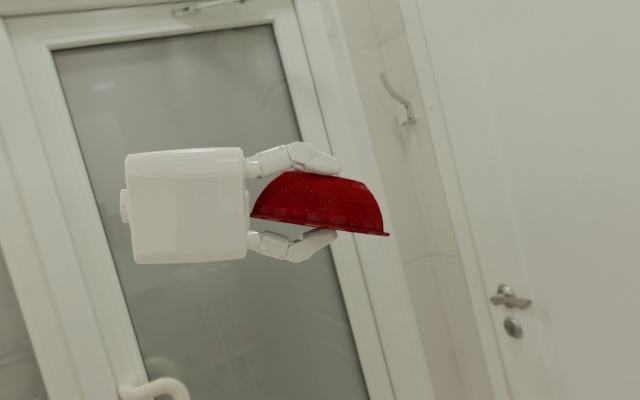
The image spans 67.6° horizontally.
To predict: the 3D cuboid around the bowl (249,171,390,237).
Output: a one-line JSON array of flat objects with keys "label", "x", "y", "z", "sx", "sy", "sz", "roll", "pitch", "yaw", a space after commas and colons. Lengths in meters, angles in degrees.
[{"label": "bowl", "x": 0.001, "y": 0.001, "z": 0.531, "sx": 0.162, "sy": 0.055, "sz": 0.162, "roll": 9, "pitch": -2, "yaw": 0}]
